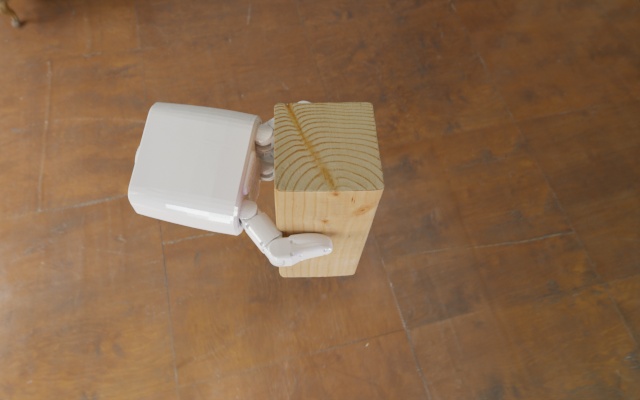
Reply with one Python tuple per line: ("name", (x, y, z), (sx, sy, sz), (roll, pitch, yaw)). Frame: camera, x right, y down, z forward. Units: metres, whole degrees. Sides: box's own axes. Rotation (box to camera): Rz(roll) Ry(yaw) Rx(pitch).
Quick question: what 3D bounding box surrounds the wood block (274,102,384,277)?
("wood block", (0.000, 0.002, 0.489), (0.090, 0.090, 0.206), (-1, -28, -4))
